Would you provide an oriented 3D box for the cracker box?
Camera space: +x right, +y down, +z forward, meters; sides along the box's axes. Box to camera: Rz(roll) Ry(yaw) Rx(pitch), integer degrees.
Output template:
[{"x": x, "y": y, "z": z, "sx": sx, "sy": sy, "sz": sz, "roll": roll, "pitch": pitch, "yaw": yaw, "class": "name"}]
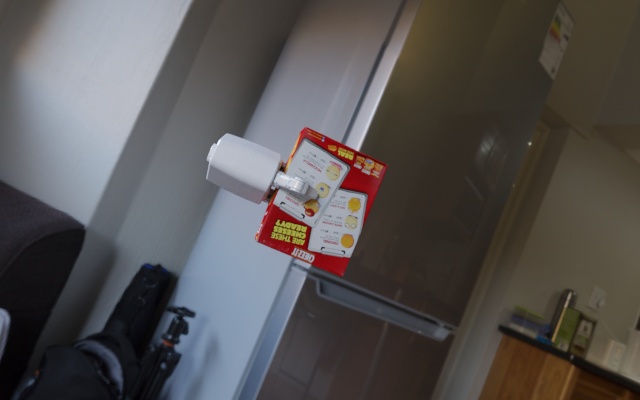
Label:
[{"x": 0.000, "y": 0.003, "z": 0.843, "sx": 0.164, "sy": 0.213, "sz": 0.072, "roll": 24, "pitch": -5, "yaw": -9, "class": "cracker box"}]
